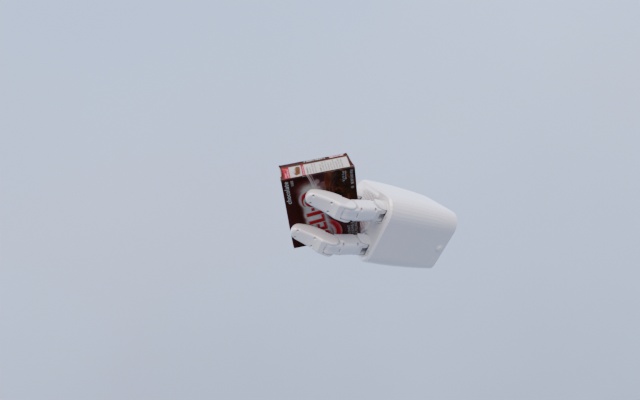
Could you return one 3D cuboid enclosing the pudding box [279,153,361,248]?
[{"bbox_3d":[0.000,0.002,0.600,0.090,0.114,0.039,-12,35,-5],"label":"pudding box"}]
